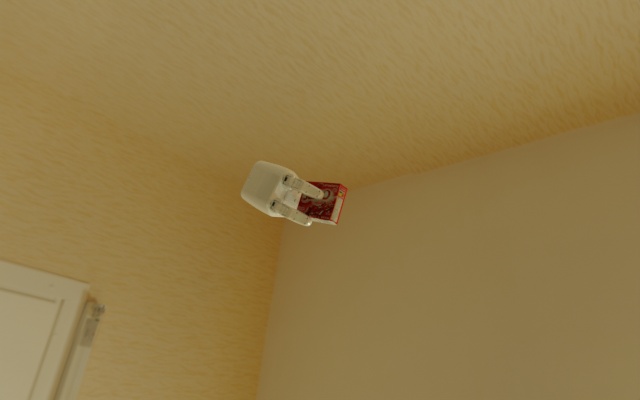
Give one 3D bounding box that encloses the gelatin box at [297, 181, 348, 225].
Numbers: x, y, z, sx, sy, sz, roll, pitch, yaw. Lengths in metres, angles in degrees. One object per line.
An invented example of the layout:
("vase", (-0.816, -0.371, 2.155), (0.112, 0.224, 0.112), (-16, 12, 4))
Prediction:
("gelatin box", (0.001, 0.003, 0.899), (0.089, 0.073, 0.030), (7, -16, 39))
